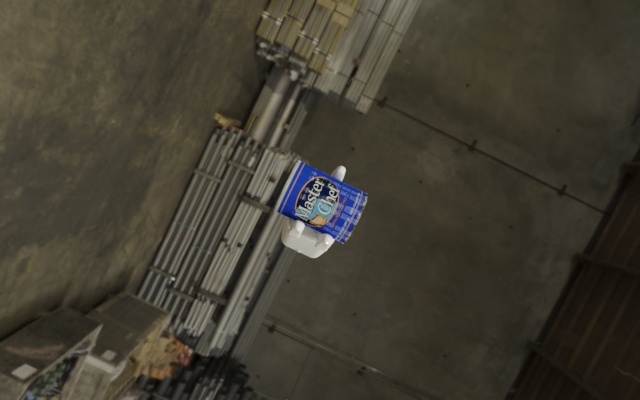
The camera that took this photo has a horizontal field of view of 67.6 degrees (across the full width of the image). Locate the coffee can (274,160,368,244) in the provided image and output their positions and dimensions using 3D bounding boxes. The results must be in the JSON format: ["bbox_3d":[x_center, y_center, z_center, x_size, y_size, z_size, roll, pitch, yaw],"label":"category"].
[{"bbox_3d":[0.000,0.003,0.862,0.140,0.103,0.103,26,-1,-2],"label":"coffee can"}]
